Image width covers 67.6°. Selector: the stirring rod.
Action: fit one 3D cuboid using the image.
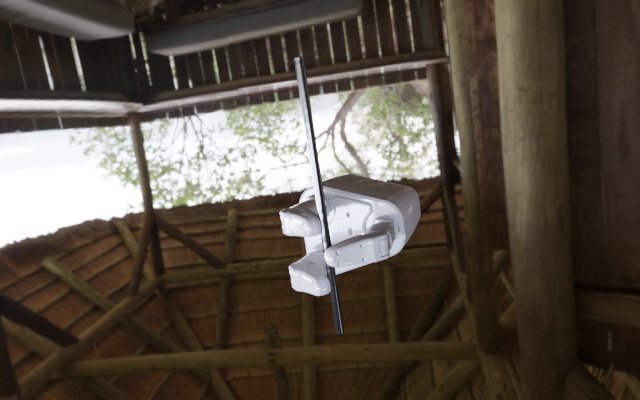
[{"bbox_3d":[0.000,0.001,0.409,0.011,0.239,0.011,-8,10,1],"label":"stirring rod"}]
